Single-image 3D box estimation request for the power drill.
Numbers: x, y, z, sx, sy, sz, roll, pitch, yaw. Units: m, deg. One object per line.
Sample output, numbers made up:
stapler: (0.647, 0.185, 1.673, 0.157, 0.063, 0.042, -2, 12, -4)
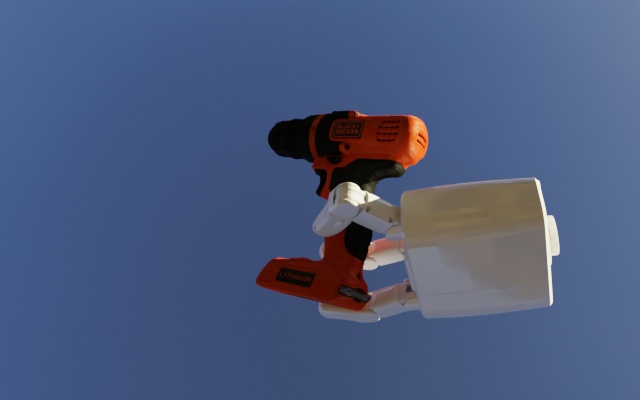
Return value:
power drill: (0.000, 0.002, 0.465, 0.184, 0.187, 0.057, 6, -14, 39)
